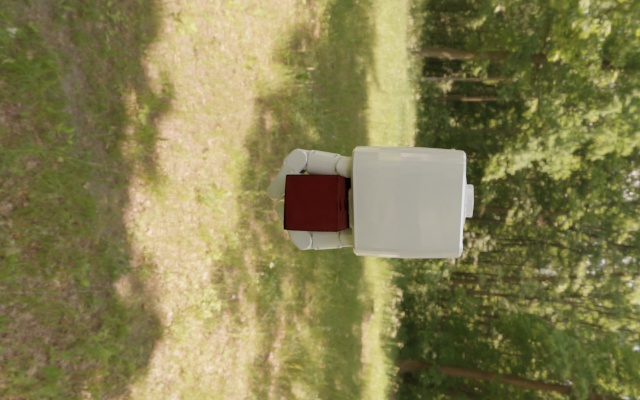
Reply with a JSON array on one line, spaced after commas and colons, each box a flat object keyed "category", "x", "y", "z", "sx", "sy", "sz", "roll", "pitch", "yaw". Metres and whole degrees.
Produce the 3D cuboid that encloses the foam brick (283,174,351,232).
[{"category": "foam brick", "x": 0.000, "y": 0.002, "z": 0.466, "sx": 0.051, "sy": 0.053, "sz": 0.078, "roll": 2, "pitch": 2, "yaw": 13}]
